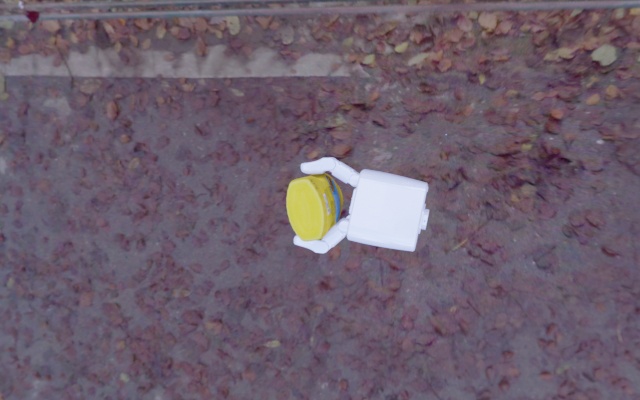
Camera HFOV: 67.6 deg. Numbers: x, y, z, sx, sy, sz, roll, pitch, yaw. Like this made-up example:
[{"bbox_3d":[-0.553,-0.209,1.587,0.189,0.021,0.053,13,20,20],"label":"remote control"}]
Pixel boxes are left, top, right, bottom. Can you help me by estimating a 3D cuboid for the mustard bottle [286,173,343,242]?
[{"bbox_3d":[0.000,0.003,0.794,0.058,0.096,0.191,-12,4,16],"label":"mustard bottle"}]
